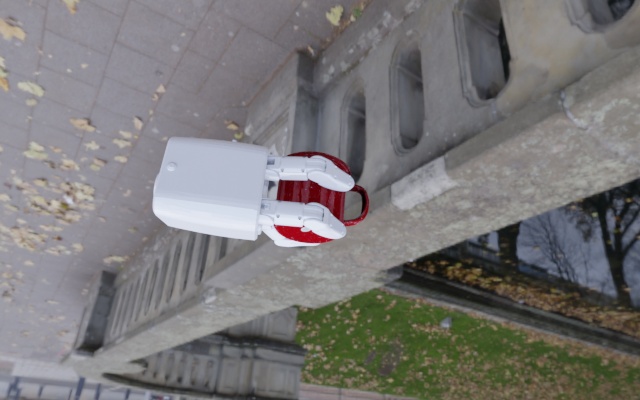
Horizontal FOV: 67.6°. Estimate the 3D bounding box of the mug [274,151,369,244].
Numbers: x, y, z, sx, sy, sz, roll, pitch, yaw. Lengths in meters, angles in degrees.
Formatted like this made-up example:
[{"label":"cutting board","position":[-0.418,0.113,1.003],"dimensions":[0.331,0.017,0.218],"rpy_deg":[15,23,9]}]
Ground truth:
[{"label":"mug","position":[0.001,0.002,0.572],"dimensions":[0.117,0.081,0.093],"rpy_deg":[8,-28,-5]}]
